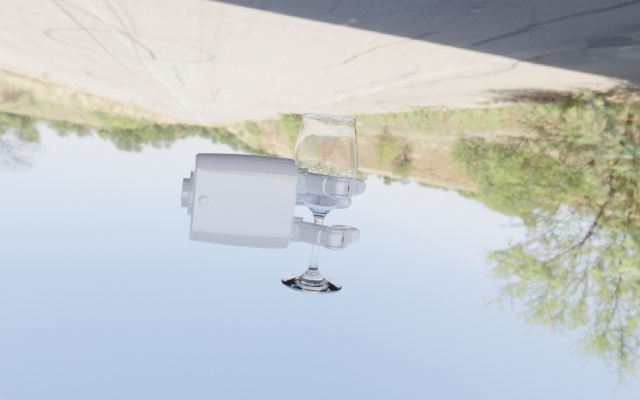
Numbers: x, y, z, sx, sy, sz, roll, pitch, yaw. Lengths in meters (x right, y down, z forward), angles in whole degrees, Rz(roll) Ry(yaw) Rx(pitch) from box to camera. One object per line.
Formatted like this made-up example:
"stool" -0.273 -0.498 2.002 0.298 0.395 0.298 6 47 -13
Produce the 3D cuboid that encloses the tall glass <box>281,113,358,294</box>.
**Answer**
"tall glass" 0.000 0.003 0.561 0.079 0.201 0.079 7 7 -1
